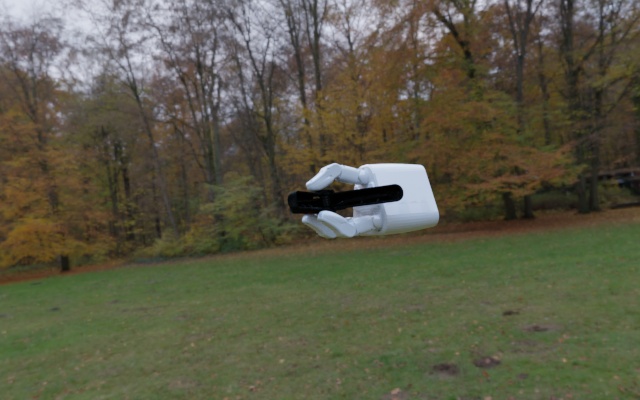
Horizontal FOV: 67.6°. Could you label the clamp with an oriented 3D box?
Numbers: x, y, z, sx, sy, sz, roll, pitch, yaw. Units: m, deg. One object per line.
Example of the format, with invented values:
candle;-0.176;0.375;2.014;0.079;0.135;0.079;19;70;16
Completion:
clamp;0.000;0.002;0.715;0.164;0.036;0.210;-3;-4;-26
